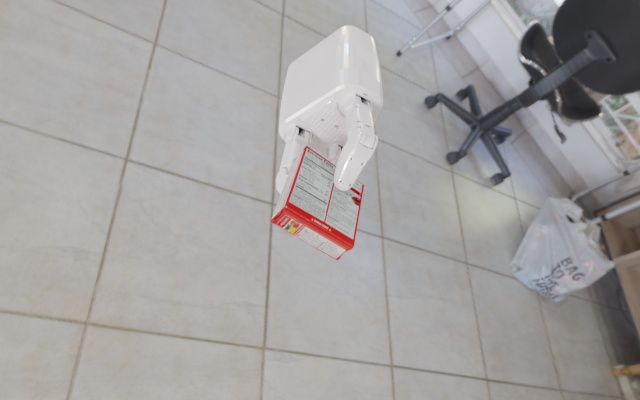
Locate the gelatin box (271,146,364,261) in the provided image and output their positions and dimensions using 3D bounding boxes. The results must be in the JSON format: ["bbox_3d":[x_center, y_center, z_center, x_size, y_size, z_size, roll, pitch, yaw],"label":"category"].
[{"bbox_3d":[0.000,0.001,0.448,0.073,0.089,0.030,32,-48,-16],"label":"gelatin box"}]
